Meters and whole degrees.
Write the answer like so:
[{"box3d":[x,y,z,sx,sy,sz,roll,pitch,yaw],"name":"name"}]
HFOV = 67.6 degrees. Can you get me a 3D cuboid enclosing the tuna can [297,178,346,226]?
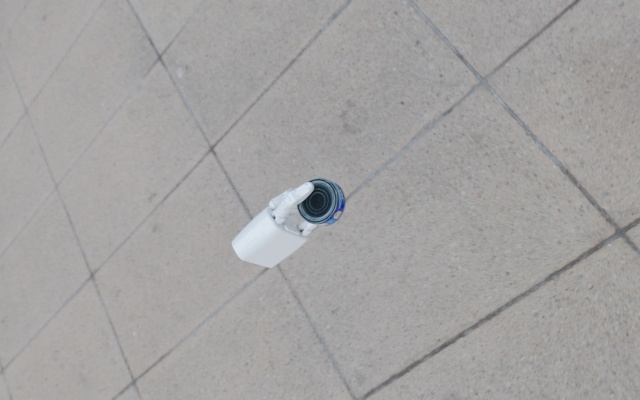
[{"box3d":[0.000,0.003,0.870,0.086,0.086,0.034,0,-8,27],"name":"tuna can"}]
